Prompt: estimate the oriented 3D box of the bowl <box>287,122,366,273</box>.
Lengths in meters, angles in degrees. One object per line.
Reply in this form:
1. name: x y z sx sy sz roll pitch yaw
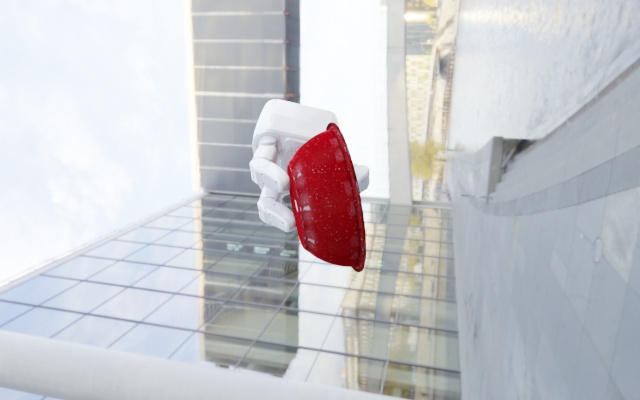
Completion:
1. bowl: 0.000 0.002 0.504 0.055 0.162 0.162 -11 1 -8
